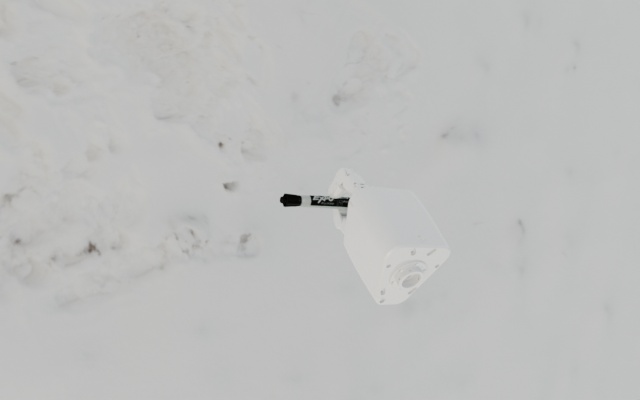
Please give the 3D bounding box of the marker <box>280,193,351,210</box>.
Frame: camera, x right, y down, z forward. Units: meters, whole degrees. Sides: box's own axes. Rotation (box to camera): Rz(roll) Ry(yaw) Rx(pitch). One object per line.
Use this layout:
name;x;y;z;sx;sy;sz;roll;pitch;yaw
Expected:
marker;0.000;0.002;0.677;0.121;0.020;0.020;3;-1;-26
